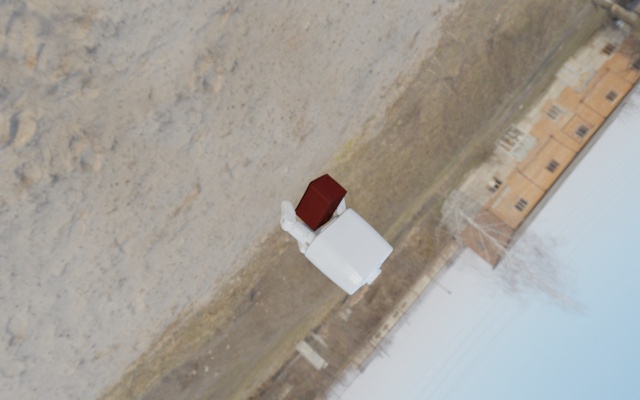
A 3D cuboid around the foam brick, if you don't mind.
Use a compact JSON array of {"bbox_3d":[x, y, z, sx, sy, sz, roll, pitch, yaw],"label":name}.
[{"bbox_3d":[0.000,0.002,0.823,0.051,0.078,0.053,42,41,14],"label":"foam brick"}]
